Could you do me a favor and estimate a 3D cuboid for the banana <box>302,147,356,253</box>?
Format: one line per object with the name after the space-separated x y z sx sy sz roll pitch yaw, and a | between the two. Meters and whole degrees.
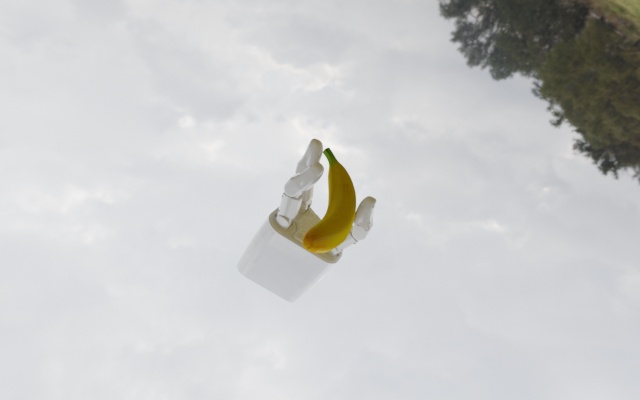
0.015 0.010 0.598 0.070 0.197 0.037 36 -58 -18 | banana
